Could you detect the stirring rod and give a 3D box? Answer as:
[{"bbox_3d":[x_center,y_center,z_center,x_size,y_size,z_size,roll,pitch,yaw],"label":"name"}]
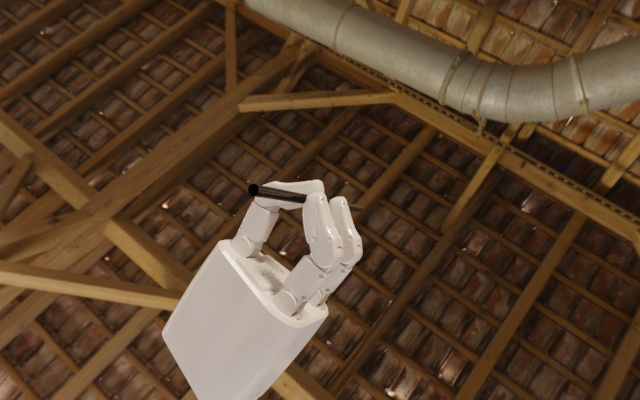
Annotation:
[{"bbox_3d":[0.000,0.001,0.415,0.011,0.011,0.239,0,-4,21],"label":"stirring rod"}]
